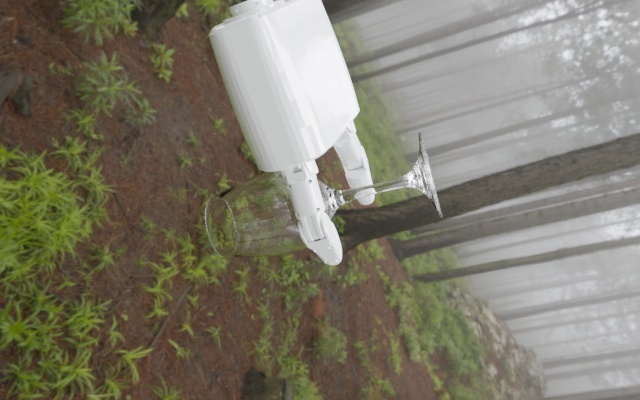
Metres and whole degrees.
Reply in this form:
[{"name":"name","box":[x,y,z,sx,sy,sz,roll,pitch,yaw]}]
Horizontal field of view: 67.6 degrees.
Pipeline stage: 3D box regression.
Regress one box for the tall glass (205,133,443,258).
[{"name":"tall glass","box":[0.001,0.001,0.427,0.201,0.079,0.079,-14,-4,14]}]
